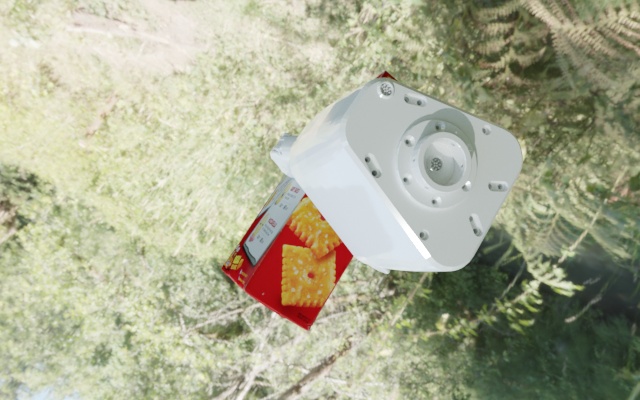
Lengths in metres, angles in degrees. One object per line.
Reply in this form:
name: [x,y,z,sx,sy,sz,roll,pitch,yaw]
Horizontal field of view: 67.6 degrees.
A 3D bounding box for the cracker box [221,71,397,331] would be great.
cracker box: [0.000,0.002,0.455,0.072,0.213,0.164,36,-12,-12]
